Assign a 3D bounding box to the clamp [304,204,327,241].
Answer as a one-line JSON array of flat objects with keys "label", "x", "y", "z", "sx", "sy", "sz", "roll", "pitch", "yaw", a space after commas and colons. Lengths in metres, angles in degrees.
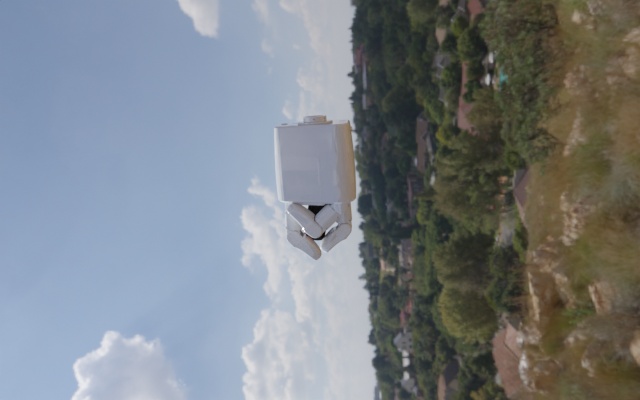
[{"label": "clamp", "x": -0.001, "y": 0.003, "z": 0.760, "sx": 0.039, "sy": 0.120, "sz": 0.171, "roll": -3, "pitch": 13, "yaw": 5}]
